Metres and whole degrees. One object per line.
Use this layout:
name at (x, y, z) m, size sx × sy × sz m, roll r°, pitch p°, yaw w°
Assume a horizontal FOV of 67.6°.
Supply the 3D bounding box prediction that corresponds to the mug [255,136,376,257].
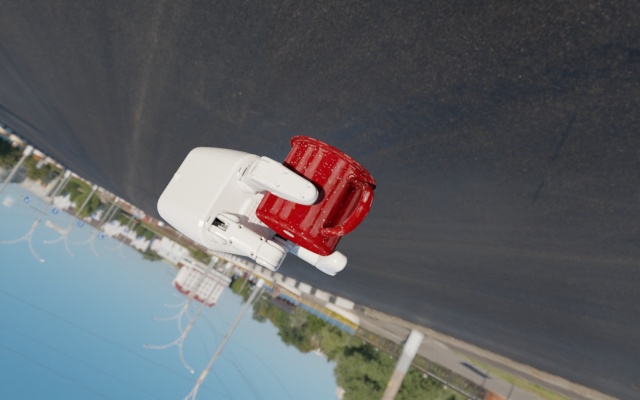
mug at (0.001, 0.002, 0.437) m, size 0.117 × 0.081 × 0.093 m, roll 16°, pitch -18°, yaw 49°
